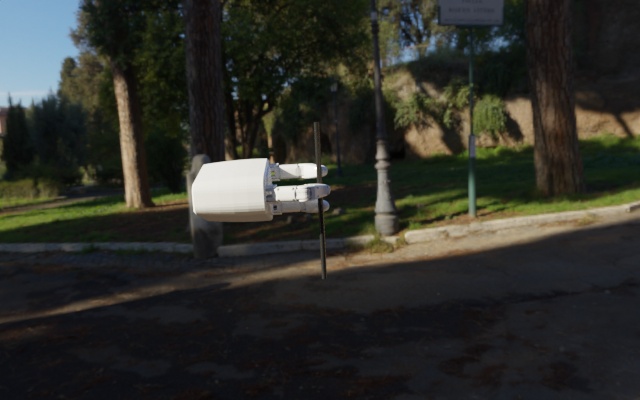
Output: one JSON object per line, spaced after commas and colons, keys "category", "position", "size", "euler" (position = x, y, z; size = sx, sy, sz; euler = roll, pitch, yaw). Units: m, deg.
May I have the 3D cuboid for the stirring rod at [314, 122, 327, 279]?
{"category": "stirring rod", "position": [0.000, 0.002, 0.727], "size": [0.011, 0.239, 0.011], "euler": [-3, 8, 0]}
